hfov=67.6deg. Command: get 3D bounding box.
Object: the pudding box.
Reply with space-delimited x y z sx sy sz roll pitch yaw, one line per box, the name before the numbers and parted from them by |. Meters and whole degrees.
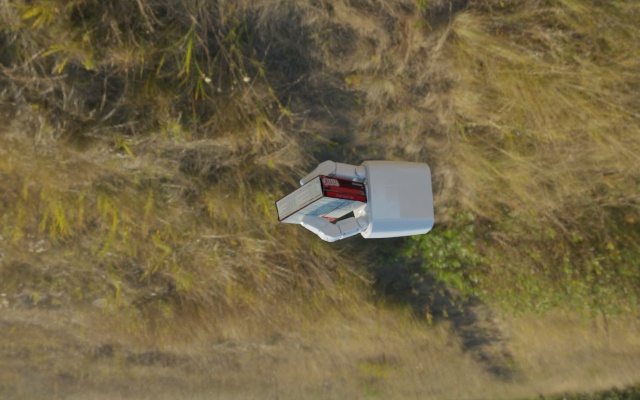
pudding box | 0.000 0.003 0.719 0.090 0.039 0.113 9 -29 -40
